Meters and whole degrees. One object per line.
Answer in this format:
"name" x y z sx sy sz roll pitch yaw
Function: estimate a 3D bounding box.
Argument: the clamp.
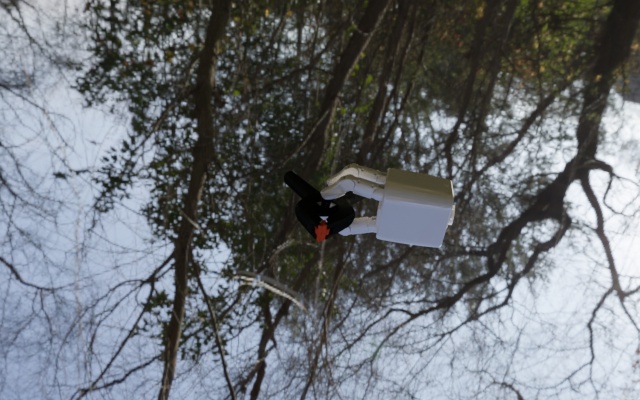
"clamp" 0.000 0.004 0.784 0.164 0.036 0.210 10 25 8
